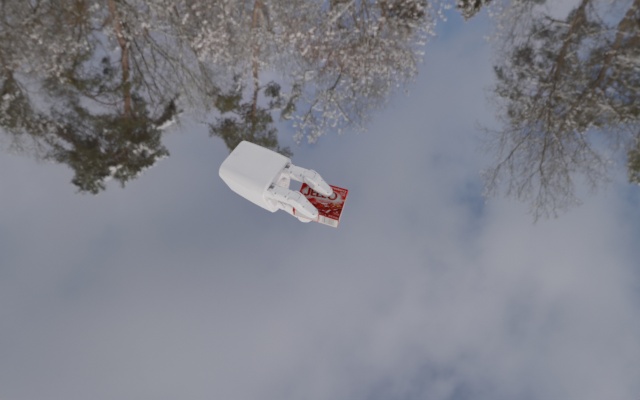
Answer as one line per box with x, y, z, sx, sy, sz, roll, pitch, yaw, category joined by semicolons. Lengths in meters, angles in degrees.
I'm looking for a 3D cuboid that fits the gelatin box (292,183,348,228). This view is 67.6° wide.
0.000;0.003;0.898;0.089;0.073;0.030;16;-33;5;gelatin box
